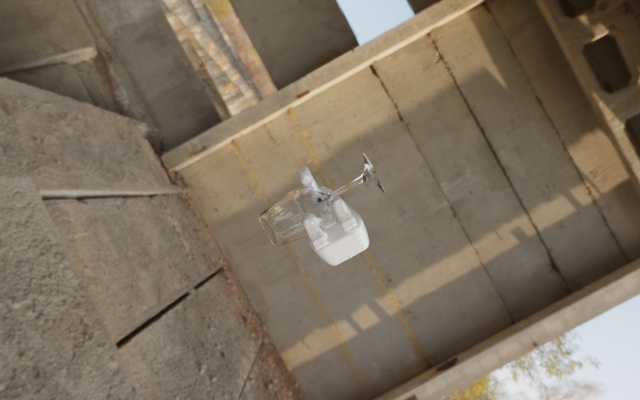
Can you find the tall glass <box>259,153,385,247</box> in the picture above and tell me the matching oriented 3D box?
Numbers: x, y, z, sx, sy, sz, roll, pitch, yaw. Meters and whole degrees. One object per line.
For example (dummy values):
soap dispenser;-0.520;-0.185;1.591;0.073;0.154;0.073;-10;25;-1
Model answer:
tall glass;0.001;0.002;0.786;0.201;0.079;0.079;-29;-1;2
